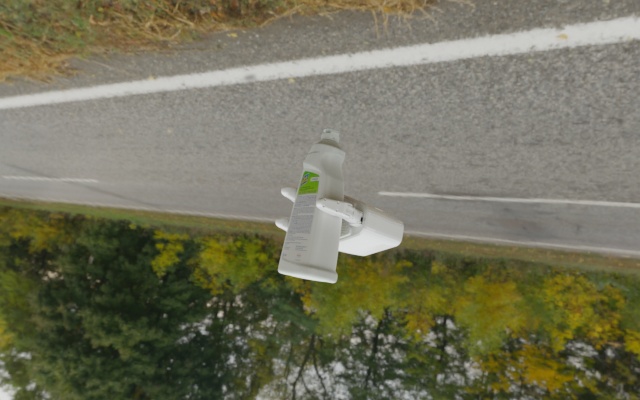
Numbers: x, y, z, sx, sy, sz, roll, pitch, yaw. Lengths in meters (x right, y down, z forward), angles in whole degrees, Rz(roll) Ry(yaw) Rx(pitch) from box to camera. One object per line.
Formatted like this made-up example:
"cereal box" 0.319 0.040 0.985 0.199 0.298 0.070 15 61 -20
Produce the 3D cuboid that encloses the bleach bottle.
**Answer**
"bleach bottle" 0.000 0.003 0.783 0.068 0.250 0.102 21 -15 -39
